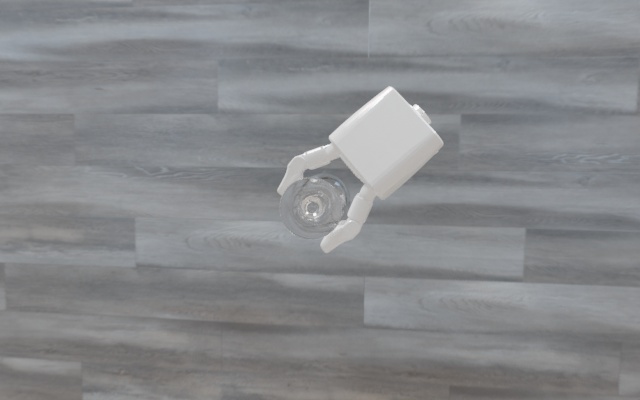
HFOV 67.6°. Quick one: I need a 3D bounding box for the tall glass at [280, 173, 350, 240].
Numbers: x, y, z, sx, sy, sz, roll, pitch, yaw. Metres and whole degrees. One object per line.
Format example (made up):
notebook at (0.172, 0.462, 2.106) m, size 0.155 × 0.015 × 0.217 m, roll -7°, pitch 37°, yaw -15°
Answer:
tall glass at (0.000, 0.002, 0.658) m, size 0.079 × 0.079 × 0.201 m, roll 0°, pitch 4°, yaw 6°
